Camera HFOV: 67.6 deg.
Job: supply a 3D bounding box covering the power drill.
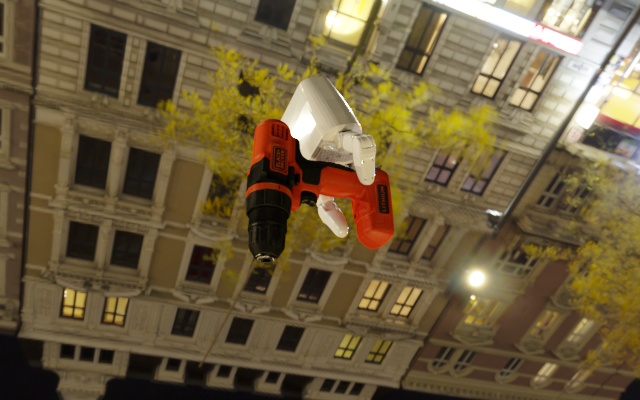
[{"bbox_3d":[0.000,0.002,0.578,0.188,0.184,0.057,17,-34,-28],"label":"power drill"}]
